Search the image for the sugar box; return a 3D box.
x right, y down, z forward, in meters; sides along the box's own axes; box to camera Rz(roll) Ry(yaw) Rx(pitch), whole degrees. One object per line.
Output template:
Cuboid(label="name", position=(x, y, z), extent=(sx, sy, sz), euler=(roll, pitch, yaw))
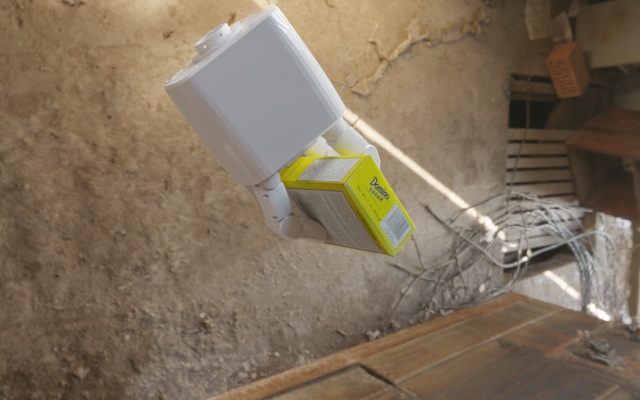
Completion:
Cuboid(label="sugar box", position=(0.000, 0.001, 0.481), extent=(0.048, 0.093, 0.176), euler=(-48, 30, -23))
